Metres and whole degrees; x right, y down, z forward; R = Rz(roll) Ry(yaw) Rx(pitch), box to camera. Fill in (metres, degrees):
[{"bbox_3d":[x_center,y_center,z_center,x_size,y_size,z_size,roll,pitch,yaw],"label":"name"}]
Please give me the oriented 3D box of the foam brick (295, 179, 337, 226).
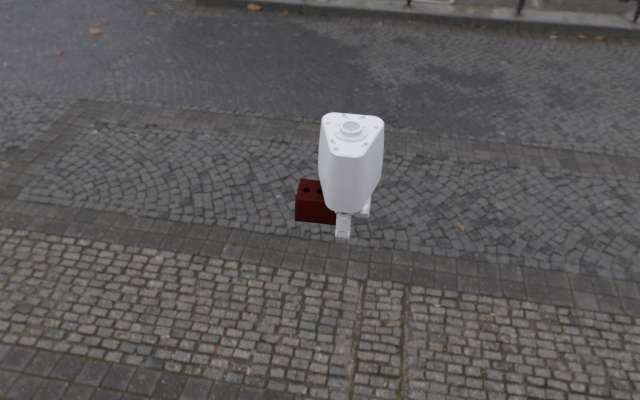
[{"bbox_3d":[0.000,0.003,0.774,0.078,0.051,0.053,6,45,6],"label":"foam brick"}]
